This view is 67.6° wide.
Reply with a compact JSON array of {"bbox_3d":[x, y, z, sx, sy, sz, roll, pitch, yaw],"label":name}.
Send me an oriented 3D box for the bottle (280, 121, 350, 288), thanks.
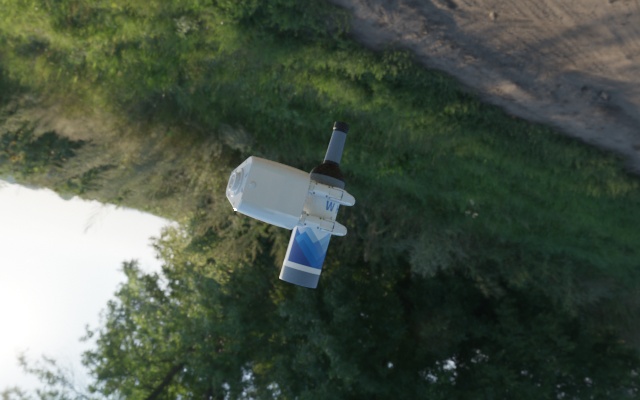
[{"bbox_3d":[0.000,0.003,0.845,0.069,0.295,0.069,16,-6,2],"label":"bottle"}]
